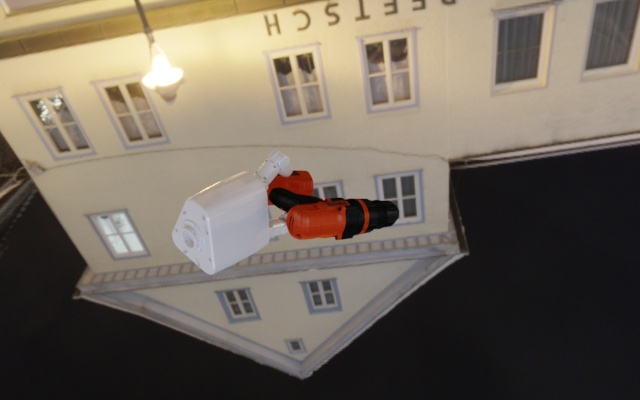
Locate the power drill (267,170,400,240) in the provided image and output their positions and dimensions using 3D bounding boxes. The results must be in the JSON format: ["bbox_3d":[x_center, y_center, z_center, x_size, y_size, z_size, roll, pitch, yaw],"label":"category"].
[{"bbox_3d":[0.000,0.002,0.718,0.184,0.057,0.187,-2,18,-35],"label":"power drill"}]
